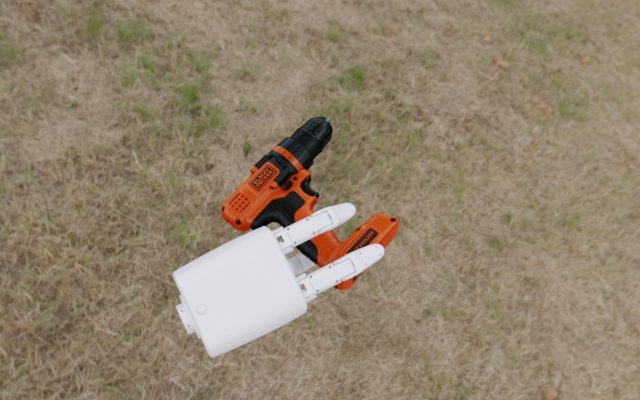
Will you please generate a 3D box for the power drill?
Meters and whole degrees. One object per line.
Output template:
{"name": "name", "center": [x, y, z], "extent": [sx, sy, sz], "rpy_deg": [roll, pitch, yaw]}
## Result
{"name": "power drill", "center": [0.000, 0.002, 0.581], "extent": [0.187, 0.184, 0.057], "rpy_deg": [37, -13, 20]}
